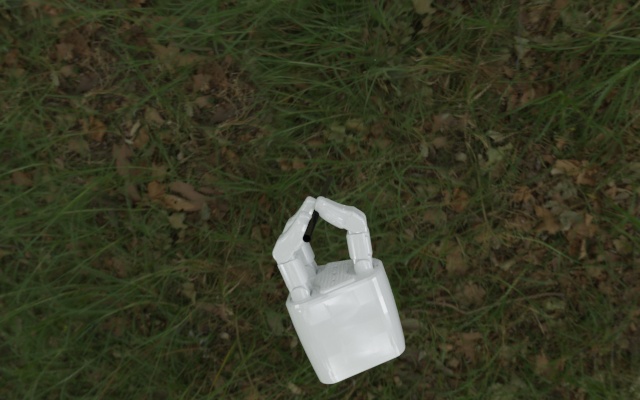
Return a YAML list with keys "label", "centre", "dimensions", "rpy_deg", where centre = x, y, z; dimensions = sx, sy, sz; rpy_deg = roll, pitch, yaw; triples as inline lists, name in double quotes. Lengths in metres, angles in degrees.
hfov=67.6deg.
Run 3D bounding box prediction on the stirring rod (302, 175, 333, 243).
- label: "stirring rod"
  centre: [0.000, 0.002, 0.559]
  dimensions: [0.011, 0.011, 0.239]
  rpy_deg: [0, 16, 7]
